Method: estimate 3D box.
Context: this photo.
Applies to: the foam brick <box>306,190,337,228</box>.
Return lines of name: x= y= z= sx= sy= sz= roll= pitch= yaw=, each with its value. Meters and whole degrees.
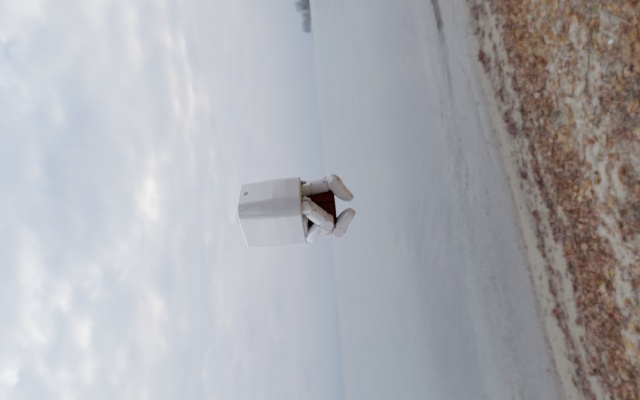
foam brick: x=0.000 y=0.003 z=0.848 sx=0.051 sy=0.053 sz=0.078 roll=-6 pitch=33 yaw=1
